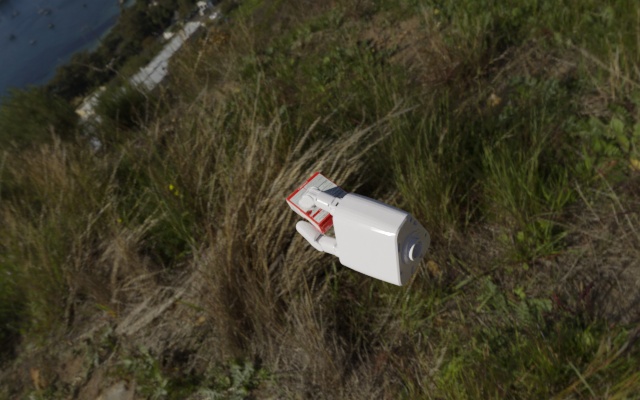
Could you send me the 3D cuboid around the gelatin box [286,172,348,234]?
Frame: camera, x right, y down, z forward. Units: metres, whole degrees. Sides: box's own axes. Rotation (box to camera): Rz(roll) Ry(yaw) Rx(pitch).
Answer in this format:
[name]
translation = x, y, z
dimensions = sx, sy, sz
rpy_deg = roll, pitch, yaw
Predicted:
[gelatin box]
translation = 0.000, 0.002, 0.776
dimensions = 0.089, 0.073, 0.030
rpy_deg = 37, -17, 38
